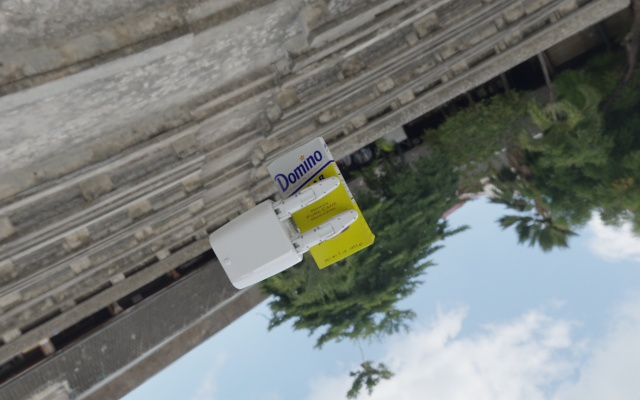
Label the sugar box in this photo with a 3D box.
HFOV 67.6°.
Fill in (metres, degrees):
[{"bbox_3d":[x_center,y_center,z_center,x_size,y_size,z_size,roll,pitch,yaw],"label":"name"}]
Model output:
[{"bbox_3d":[0.000,0.003,0.713,0.093,0.176,0.048,-28,3,11],"label":"sugar box"}]
